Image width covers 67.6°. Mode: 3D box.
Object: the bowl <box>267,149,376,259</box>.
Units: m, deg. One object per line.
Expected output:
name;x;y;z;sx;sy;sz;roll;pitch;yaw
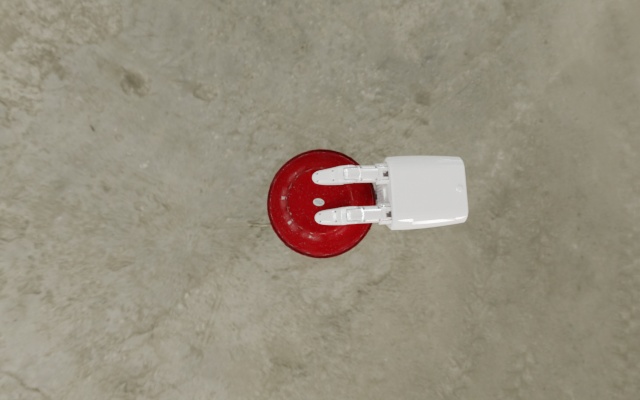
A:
bowl;-0.001;0.003;0.677;0.162;0.162;0.055;0;-4;3
